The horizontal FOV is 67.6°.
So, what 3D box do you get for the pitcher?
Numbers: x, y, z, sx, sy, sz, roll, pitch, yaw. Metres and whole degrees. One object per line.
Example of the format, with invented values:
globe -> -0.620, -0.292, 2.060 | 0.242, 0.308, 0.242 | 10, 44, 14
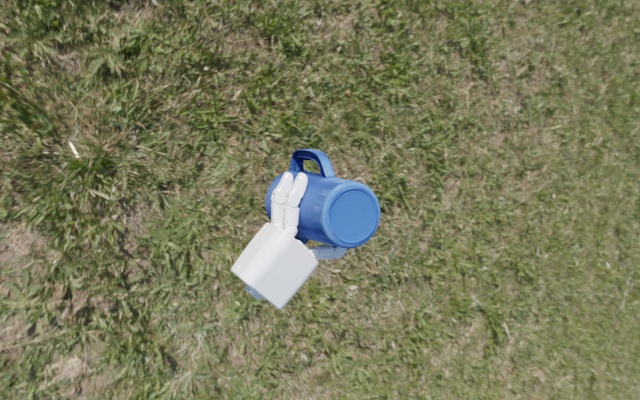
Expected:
pitcher -> 0.000, 0.003, 0.855 | 0.149, 0.145, 0.243 | 45, -14, -22
